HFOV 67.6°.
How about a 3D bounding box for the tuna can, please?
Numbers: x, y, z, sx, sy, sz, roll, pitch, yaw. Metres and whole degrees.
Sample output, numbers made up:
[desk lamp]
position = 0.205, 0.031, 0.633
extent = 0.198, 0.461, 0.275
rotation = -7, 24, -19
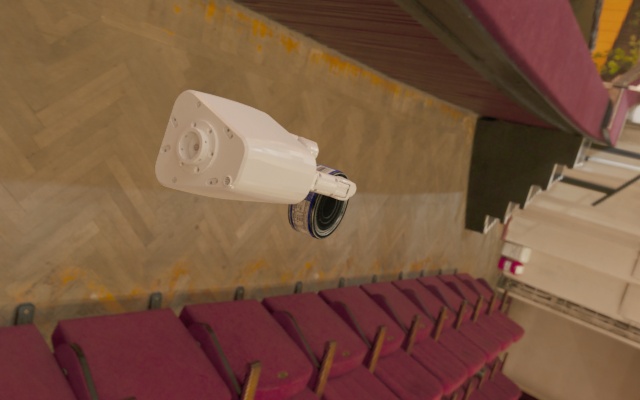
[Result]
[tuna can]
position = 0.001, 0.002, 0.567
extent = 0.033, 0.086, 0.086
rotation = 20, 10, 28
